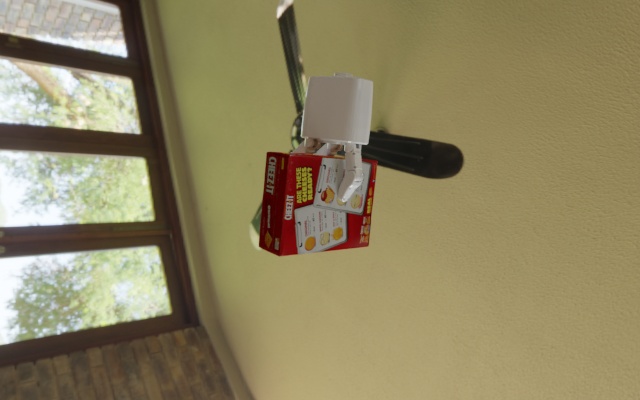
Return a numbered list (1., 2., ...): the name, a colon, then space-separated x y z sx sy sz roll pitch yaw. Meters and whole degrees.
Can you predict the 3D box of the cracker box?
1. cracker box: 0.000 0.003 0.834 0.214 0.164 0.072 -1 9 -43
